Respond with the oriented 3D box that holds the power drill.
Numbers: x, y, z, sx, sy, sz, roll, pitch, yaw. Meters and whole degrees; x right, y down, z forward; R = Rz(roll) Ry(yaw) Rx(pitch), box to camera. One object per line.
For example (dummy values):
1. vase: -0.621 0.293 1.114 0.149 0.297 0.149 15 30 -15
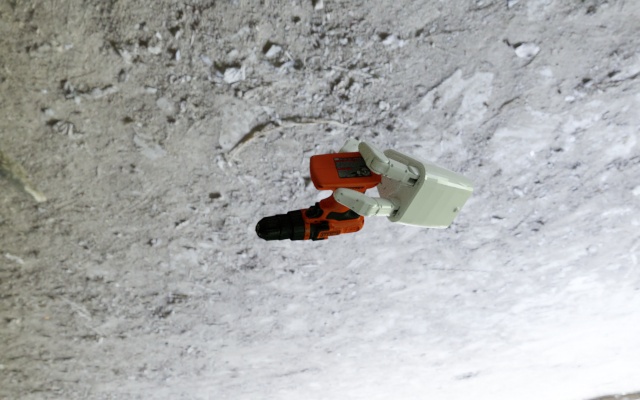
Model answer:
1. power drill: 0.000 0.002 0.729 0.184 0.057 0.188 -7 -28 -20
